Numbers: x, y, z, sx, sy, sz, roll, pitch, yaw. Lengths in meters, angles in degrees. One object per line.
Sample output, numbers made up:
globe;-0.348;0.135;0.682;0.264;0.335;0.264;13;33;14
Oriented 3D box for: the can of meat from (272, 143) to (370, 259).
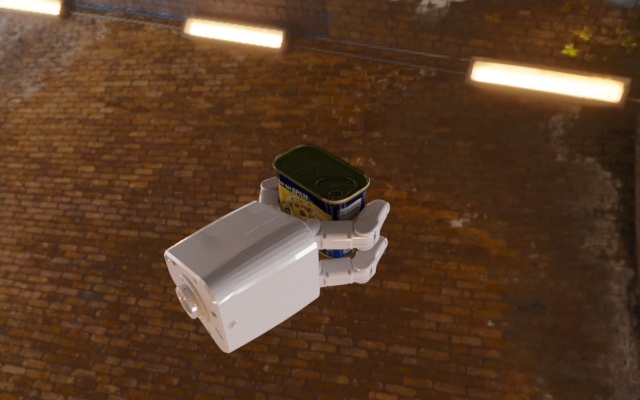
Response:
can of meat;0.000;0.002;0.495;0.057;0.084;0.102;-32;48;-32
